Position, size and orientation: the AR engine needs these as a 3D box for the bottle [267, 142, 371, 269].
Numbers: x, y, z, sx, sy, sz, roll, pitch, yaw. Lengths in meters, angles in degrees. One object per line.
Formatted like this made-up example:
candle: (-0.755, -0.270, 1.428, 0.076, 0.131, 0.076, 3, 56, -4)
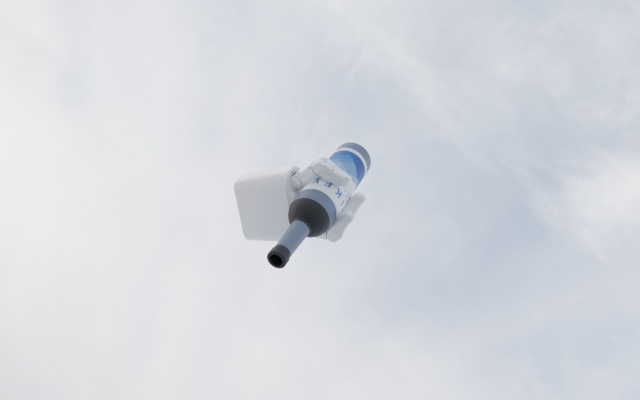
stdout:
bottle: (0.000, 0.002, 0.720, 0.069, 0.069, 0.295, 0, 30, 27)
